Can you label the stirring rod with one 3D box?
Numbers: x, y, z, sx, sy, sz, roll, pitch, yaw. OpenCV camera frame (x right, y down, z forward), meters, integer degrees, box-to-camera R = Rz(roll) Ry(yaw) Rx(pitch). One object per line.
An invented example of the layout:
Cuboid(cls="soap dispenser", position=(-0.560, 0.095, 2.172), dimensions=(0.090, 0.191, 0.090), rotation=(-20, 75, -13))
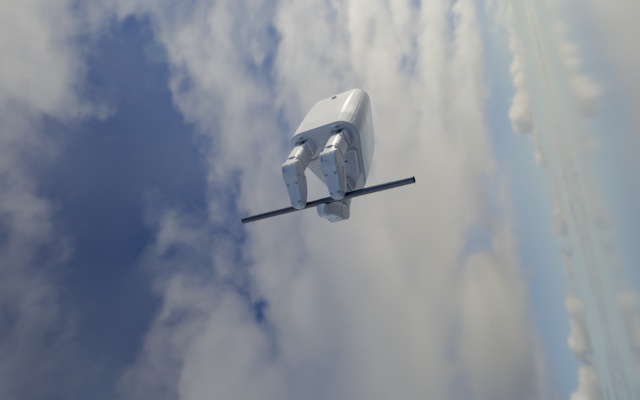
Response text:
Cuboid(cls="stirring rod", position=(0.000, 0.002, 0.584), dimensions=(0.239, 0.011, 0.011), rotation=(-14, -6, 27))
